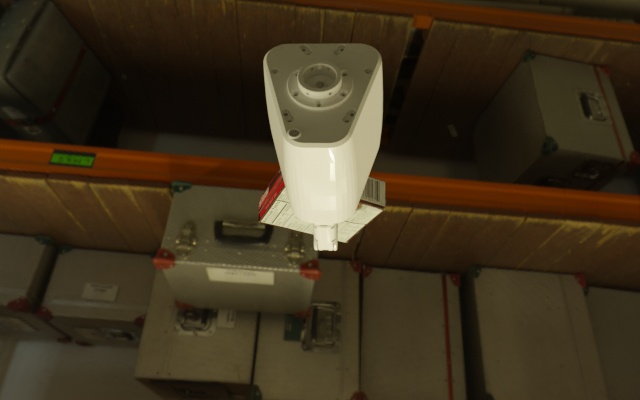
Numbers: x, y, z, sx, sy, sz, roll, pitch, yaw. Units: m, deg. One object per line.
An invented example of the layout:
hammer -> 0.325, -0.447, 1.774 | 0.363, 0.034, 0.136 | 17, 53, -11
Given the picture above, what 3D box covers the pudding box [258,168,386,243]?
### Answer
pudding box -> 0.000, 0.002, 0.510 | 0.113, 0.039, 0.090 | 17, -34, -20
